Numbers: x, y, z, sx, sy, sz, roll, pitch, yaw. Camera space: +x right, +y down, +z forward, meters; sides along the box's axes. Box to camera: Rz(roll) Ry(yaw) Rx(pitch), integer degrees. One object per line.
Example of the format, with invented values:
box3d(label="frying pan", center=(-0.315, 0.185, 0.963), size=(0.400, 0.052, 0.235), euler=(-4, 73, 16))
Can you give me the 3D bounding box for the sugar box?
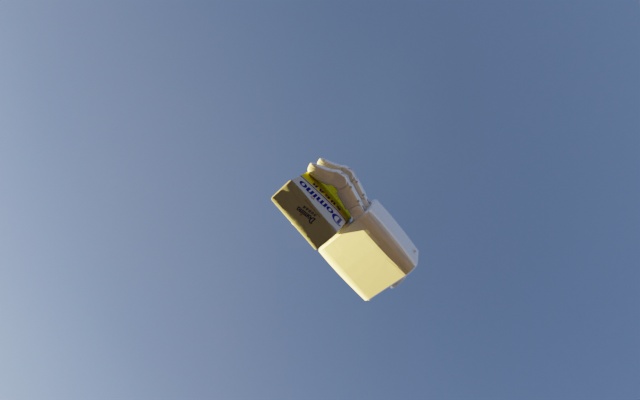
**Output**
box3d(label="sugar box", center=(0.001, 0.002, 0.694), size=(0.048, 0.093, 0.176), euler=(-42, 0, 16))
